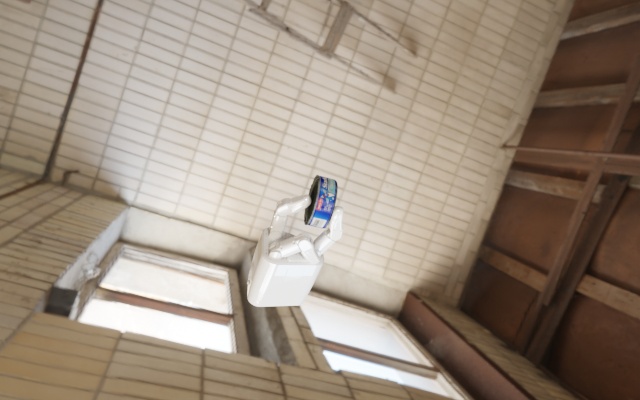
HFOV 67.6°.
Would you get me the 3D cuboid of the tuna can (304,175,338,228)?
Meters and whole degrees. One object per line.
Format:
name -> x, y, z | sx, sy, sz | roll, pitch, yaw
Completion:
tuna can -> 0.001, 0.003, 0.792 | 0.034, 0.086, 0.086 | 14, -3, -11
